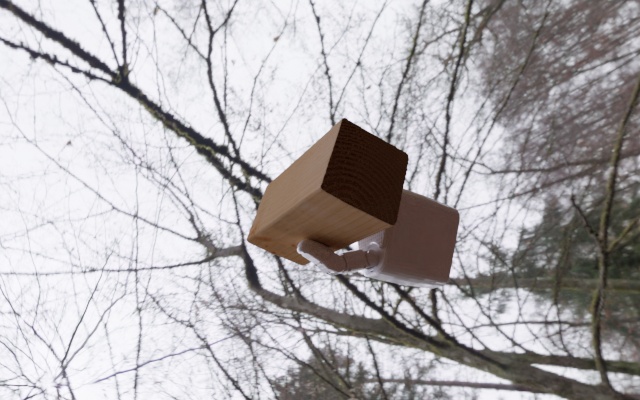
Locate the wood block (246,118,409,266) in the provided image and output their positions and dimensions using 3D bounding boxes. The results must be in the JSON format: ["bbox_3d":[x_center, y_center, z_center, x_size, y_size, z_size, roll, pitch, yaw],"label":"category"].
[{"bbox_3d":[0.000,0.002,0.563,0.090,0.090,0.206,26,-29,-19],"label":"wood block"}]
